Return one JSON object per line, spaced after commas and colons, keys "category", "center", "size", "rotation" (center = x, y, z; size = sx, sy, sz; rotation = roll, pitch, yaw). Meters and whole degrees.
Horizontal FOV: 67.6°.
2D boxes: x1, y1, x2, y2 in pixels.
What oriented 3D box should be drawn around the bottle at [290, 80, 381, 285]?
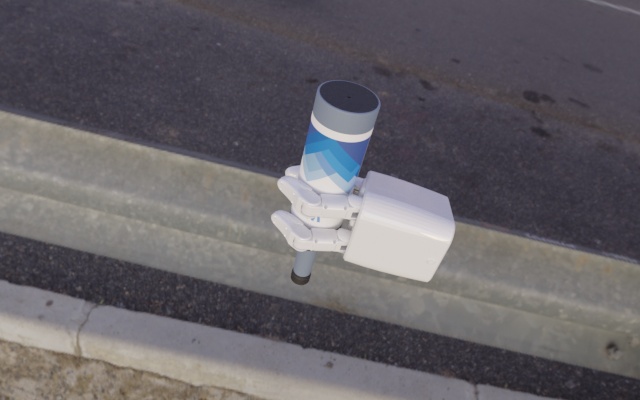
{"category": "bottle", "center": [0.000, 0.002, 0.581], "size": [0.069, 0.296, 0.069], "rotation": [9, 41, -8]}
